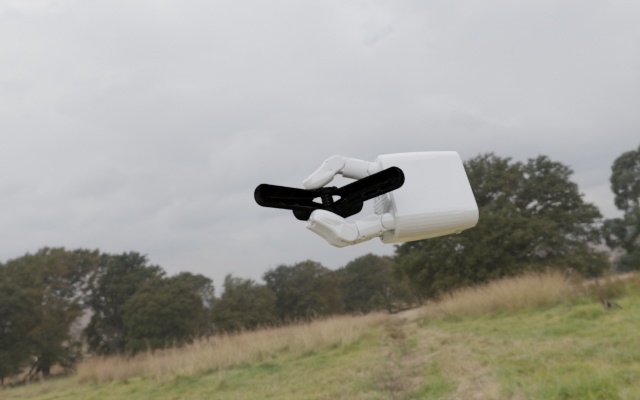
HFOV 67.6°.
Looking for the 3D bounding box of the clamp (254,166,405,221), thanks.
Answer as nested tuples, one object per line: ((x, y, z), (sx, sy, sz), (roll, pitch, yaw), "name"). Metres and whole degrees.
((0.000, 0.001, 0.600), (0.164, 0.036, 0.210), (-5, -11, -8), "clamp")
